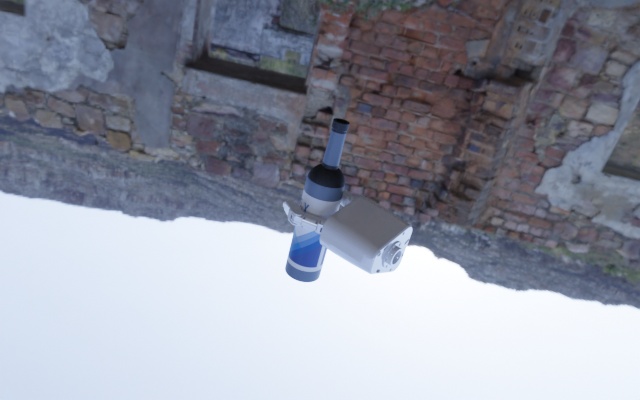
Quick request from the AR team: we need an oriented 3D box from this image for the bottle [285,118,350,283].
[{"bbox_3d":[0.000,0.003,0.821,0.069,0.296,0.069,12,25,-6],"label":"bottle"}]
